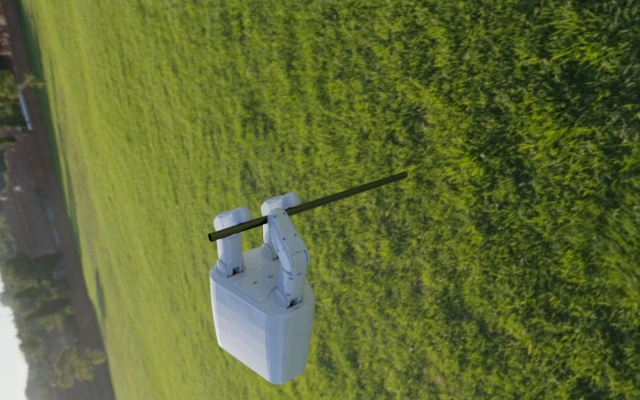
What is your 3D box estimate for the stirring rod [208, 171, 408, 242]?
[{"bbox_3d":[0.000,0.002,0.482,0.239,0.011,0.011,-18,10,-32],"label":"stirring rod"}]
